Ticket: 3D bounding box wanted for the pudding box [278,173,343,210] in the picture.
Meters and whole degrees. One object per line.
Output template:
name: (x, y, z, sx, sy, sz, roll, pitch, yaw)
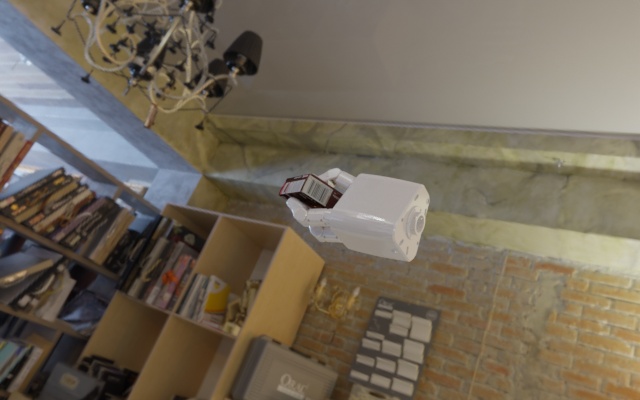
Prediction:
pudding box: (0.000, 0.002, 0.776, 0.113, 0.039, 0.090, 35, -19, -22)
